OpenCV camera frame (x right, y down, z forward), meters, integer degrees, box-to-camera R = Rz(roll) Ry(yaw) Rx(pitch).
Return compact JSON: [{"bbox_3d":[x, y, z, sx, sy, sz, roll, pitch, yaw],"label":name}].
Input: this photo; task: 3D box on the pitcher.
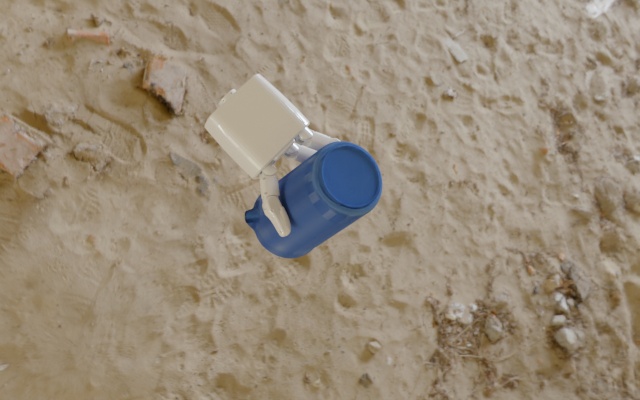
[{"bbox_3d":[0.000,0.002,0.739,0.149,0.145,0.243,-46,6,-30],"label":"pitcher"}]
